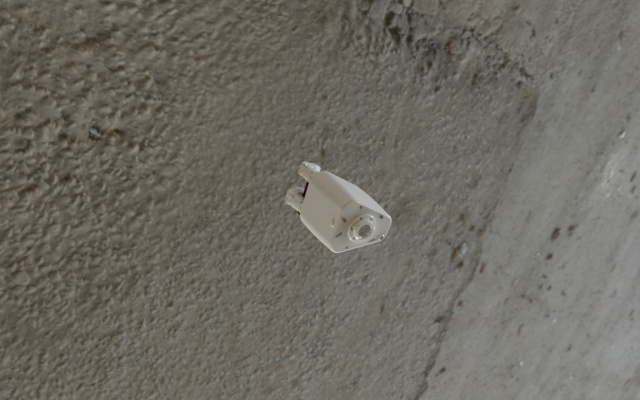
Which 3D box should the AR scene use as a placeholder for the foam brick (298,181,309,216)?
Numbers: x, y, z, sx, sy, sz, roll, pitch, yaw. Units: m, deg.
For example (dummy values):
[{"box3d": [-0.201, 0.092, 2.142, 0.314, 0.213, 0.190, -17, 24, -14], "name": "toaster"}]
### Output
[{"box3d": [0.000, 0.003, 0.847, 0.053, 0.078, 0.051, 5, 24, -29], "name": "foam brick"}]
